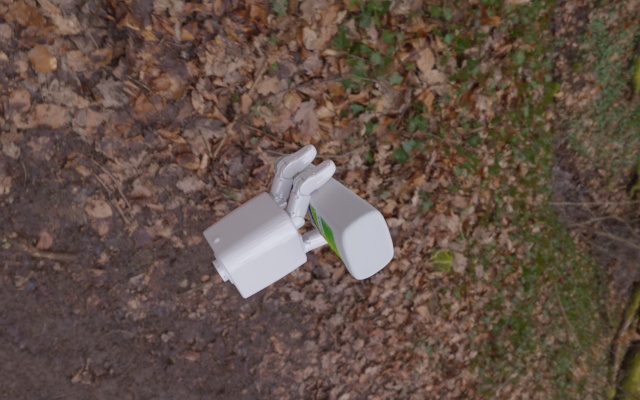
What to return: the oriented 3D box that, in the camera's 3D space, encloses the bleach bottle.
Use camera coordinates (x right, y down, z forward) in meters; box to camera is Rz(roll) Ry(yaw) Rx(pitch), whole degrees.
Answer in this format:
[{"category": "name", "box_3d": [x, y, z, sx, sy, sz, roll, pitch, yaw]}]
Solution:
[{"category": "bleach bottle", "box_3d": [0.000, 0.002, 0.685, 0.068, 0.103, 0.250, -32, 39, -14]}]
